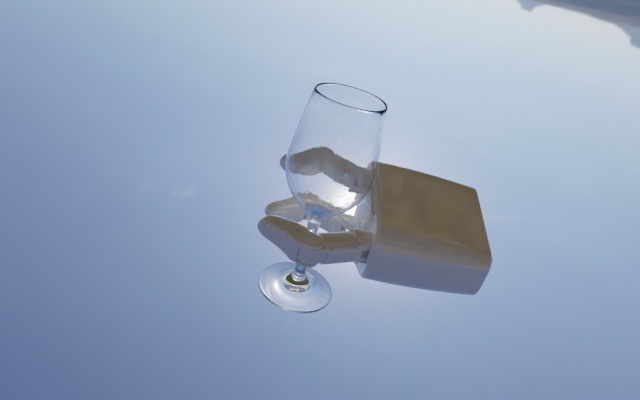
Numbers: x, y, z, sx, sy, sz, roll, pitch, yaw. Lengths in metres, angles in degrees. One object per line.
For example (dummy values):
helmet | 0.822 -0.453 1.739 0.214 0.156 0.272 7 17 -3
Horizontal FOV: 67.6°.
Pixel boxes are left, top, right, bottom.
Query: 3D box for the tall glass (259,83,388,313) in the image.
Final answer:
tall glass | 0.000 0.002 0.427 0.079 0.201 0.079 12 28 -7
